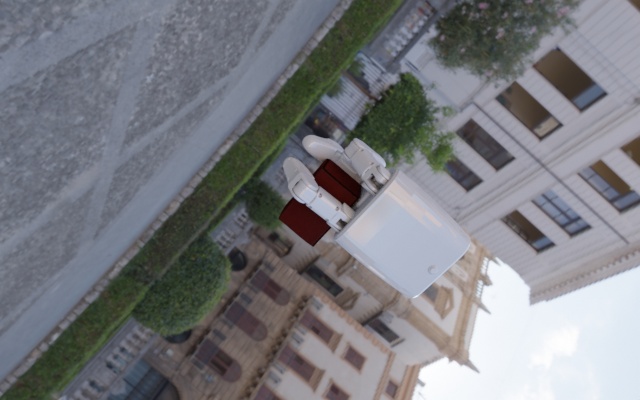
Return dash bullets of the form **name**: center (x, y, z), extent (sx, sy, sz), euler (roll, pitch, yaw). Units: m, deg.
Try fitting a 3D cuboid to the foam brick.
- **foam brick**: center (0.000, 0.002, 0.526), extent (0.051, 0.078, 0.053), euler (40, 18, -6)
